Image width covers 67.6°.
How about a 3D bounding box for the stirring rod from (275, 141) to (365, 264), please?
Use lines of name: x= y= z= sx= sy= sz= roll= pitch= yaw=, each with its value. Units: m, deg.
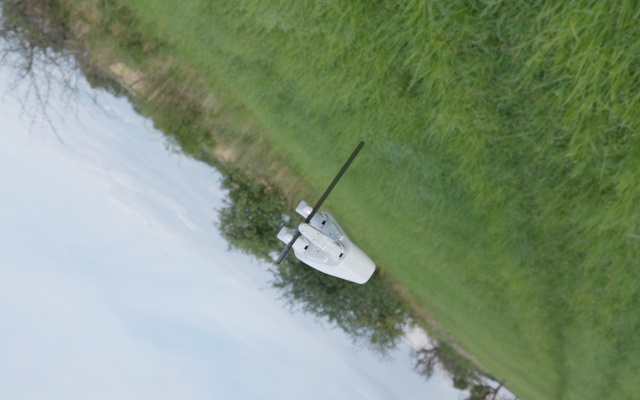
stirring rod: x=0.000 y=0.002 z=0.771 sx=0.011 sy=0.239 sz=0.011 roll=35 pitch=-4 yaw=3
